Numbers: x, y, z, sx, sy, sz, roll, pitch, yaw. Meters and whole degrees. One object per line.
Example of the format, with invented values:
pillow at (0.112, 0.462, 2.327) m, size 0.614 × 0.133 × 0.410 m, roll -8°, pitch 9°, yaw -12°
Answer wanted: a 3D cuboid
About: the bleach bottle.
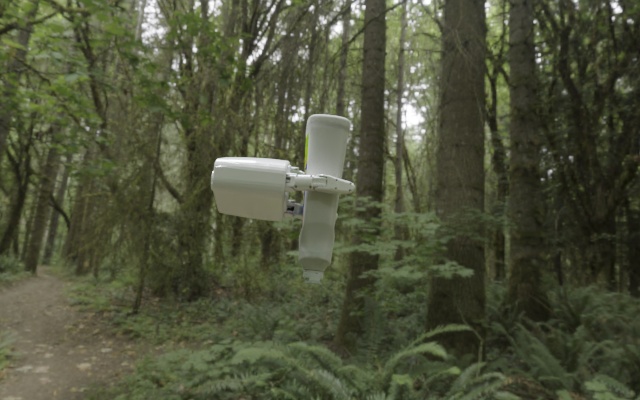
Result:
bleach bottle at (0.000, 0.002, 0.741) m, size 0.068 × 0.250 × 0.102 m, roll 6°, pitch -11°, yaw -2°
